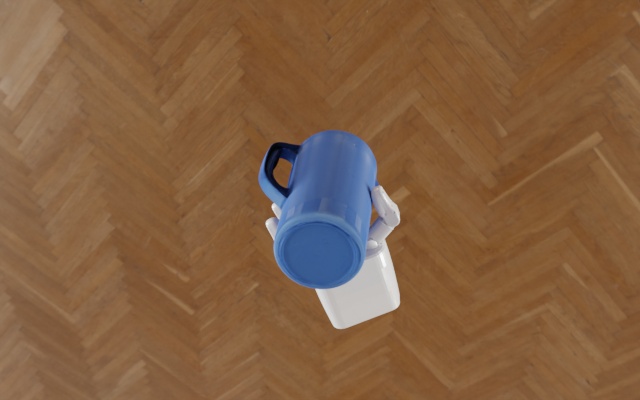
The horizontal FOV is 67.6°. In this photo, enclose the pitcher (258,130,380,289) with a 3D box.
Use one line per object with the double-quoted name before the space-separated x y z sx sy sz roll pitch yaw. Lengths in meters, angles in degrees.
"pitcher" 0.000 0.002 0.648 0.149 0.145 0.242 -13 25 14
